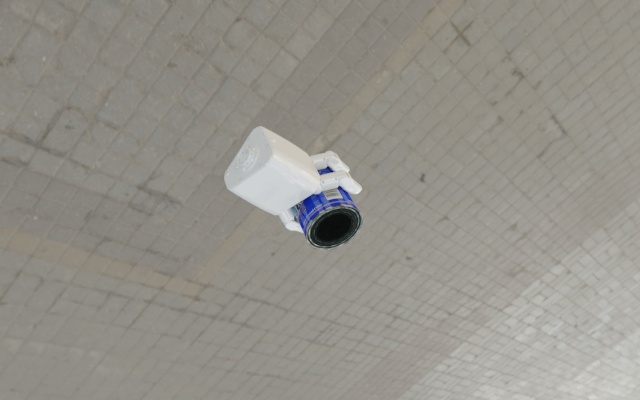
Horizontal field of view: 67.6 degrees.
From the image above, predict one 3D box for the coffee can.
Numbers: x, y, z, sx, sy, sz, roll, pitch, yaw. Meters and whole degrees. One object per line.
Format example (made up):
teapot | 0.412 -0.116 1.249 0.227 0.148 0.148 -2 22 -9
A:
coffee can | 0.000 0.003 0.841 0.103 0.103 0.140 0 40 -27
